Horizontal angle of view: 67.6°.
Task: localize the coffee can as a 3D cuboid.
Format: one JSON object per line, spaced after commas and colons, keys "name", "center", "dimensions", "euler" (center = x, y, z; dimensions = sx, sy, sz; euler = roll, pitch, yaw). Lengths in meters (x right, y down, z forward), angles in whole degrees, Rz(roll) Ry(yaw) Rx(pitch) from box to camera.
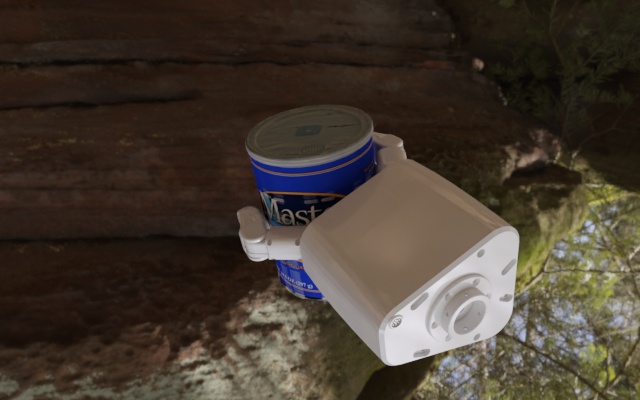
{"name": "coffee can", "center": [0.000, 0.001, 0.417], "dimensions": [0.103, 0.140, 0.102], "euler": [-7, 32, 4]}
